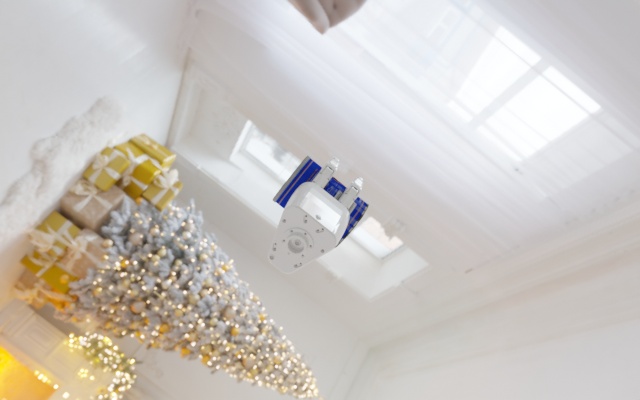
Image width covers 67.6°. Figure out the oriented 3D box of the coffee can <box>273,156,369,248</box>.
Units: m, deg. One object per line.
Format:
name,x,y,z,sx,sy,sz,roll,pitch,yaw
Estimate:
coffee can,0.000,0.003,0.855,0.140,0.103,0.103,38,-2,-3
